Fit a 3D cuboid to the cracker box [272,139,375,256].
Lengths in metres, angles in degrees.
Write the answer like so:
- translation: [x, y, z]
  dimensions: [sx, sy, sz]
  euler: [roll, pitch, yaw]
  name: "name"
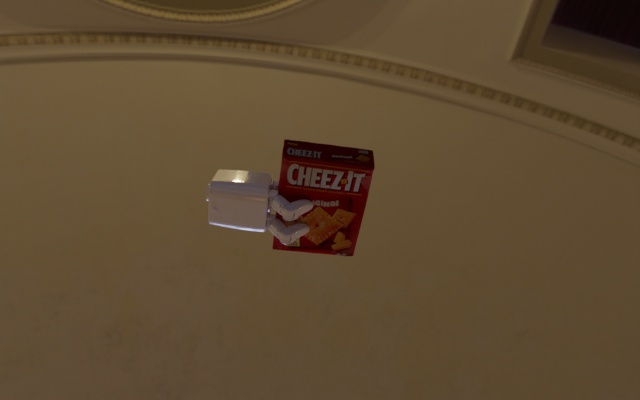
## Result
- translation: [0.000, 0.003, 0.896]
  dimensions: [0.164, 0.214, 0.072]
  euler: [6, 36, -5]
  name: "cracker box"
